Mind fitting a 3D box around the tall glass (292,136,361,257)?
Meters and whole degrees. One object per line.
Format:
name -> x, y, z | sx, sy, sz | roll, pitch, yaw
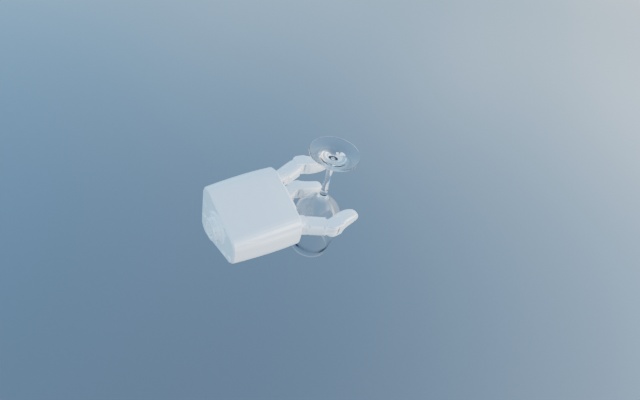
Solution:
tall glass -> 0.000, 0.002, 0.737 | 0.079, 0.079, 0.201 | 0, -44, -16
